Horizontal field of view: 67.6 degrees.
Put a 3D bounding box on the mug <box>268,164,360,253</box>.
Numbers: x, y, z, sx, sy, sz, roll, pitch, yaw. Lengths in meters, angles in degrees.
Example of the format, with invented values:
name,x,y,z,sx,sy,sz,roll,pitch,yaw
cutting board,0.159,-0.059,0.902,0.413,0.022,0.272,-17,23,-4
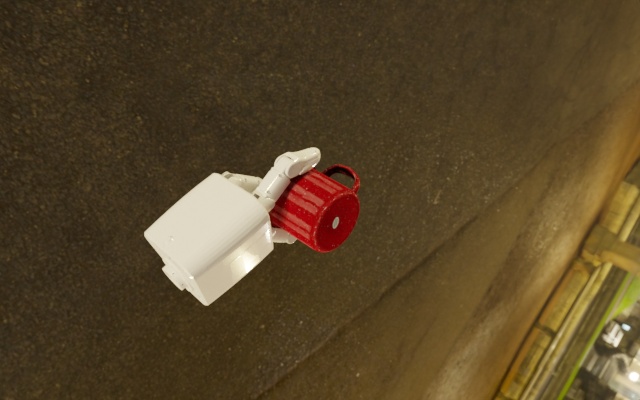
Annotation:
name,x,y,z,sx,sy,sz,roll,pitch,yaw
mug,0.001,0.001,0.574,0.081,0.093,0.117,30,62,35
